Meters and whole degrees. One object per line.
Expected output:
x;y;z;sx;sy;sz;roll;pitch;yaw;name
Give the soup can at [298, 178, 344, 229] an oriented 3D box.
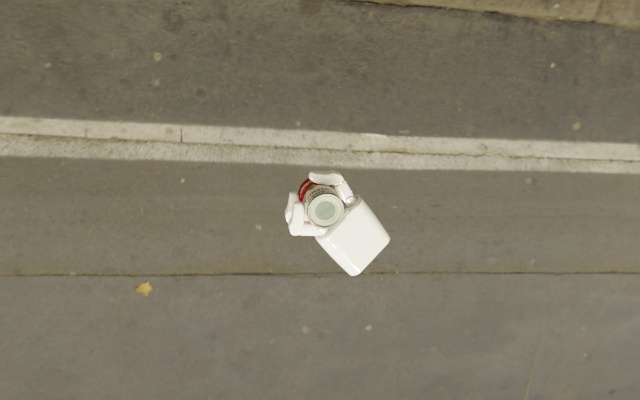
0.000;0.002;0.863;0.068;0.068;0.102;0;19;-11;soup can
